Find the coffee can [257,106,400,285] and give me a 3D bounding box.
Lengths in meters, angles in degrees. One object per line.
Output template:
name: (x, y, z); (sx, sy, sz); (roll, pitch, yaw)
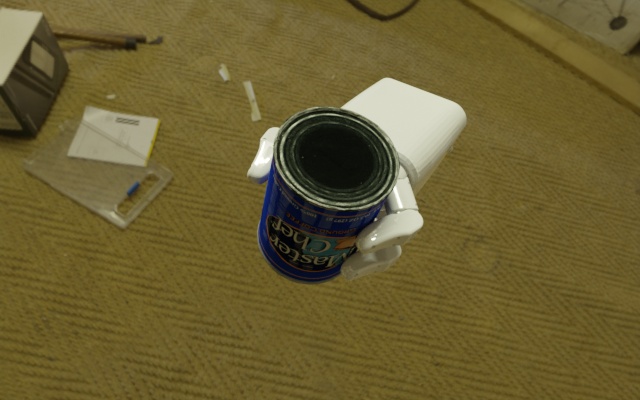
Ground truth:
coffee can: (0.000, 0.002, 0.431); (0.103, 0.102, 0.140); (0, -32, -13)
